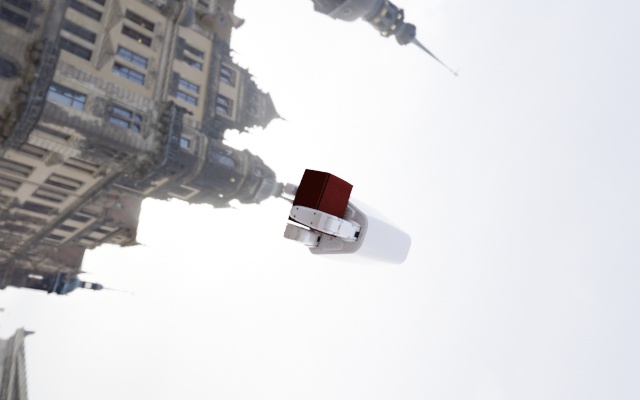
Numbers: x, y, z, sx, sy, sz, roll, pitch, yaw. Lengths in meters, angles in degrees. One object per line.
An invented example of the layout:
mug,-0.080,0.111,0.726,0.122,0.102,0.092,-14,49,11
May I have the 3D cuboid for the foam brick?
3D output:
foam brick,0.000,0.002,0.644,0.051,0.078,0.053,21,-2,-41
